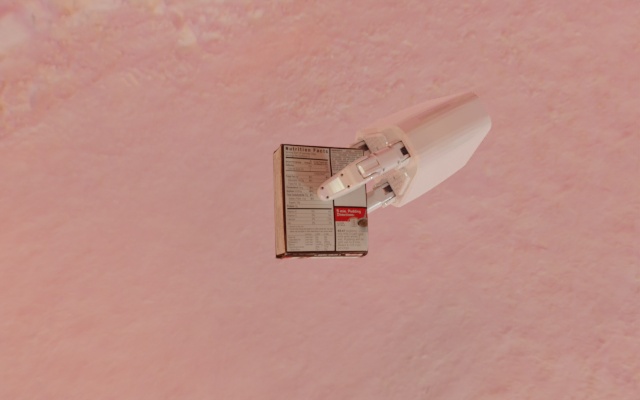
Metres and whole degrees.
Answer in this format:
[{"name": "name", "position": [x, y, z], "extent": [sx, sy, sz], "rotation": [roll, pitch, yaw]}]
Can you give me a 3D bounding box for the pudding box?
[{"name": "pudding box", "position": [0.000, 0.002, 0.481], "extent": [0.090, 0.113, 0.039], "rotation": [1, -14, -18]}]
